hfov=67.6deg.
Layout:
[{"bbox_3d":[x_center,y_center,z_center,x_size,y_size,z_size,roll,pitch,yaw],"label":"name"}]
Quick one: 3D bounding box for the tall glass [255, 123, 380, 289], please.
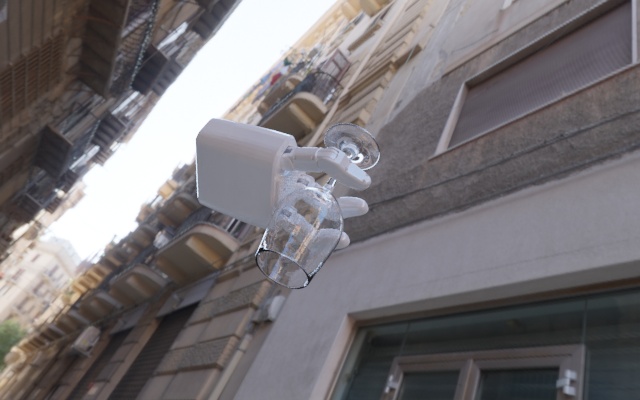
[{"bbox_3d":[0.000,0.001,0.541,0.079,0.079,0.201,0,44,33],"label":"tall glass"}]
